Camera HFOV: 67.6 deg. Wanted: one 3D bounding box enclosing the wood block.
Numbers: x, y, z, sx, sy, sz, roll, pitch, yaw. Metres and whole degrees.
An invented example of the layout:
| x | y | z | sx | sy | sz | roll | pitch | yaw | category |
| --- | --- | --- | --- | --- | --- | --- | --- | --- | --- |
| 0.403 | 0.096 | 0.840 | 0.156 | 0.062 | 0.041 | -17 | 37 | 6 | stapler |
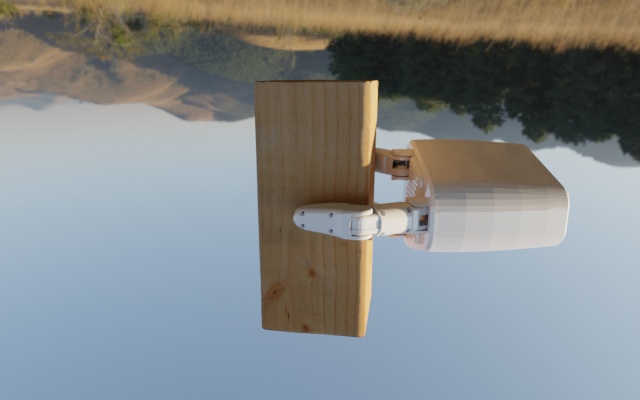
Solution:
| x | y | z | sx | sy | sz | roll | pitch | yaw | category |
| --- | --- | --- | --- | --- | --- | --- | --- | --- | --- |
| 0.000 | 0.002 | 0.415 | 0.090 | 0.206 | 0.090 | 2 | 15 | 9 | wood block |
